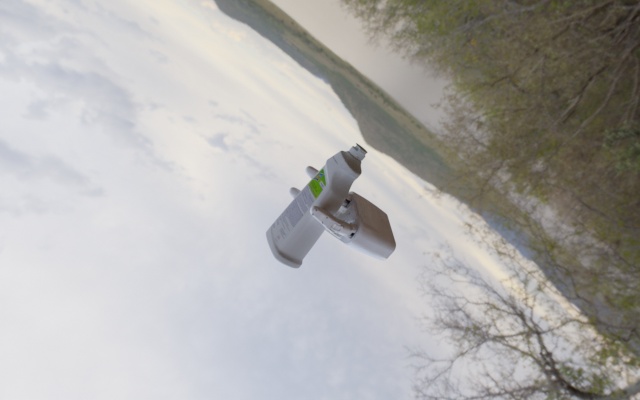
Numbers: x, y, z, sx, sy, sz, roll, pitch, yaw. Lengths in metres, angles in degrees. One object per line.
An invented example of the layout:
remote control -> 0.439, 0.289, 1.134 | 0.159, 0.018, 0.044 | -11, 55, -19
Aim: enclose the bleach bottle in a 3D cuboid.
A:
bleach bottle -> 0.000, 0.003, 0.886 | 0.068, 0.251, 0.102 | 29, 19, -35
